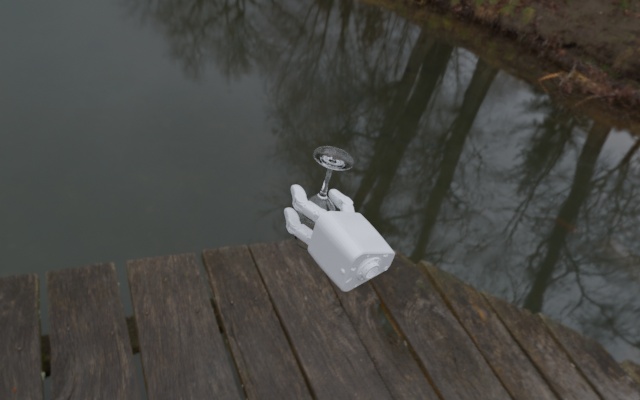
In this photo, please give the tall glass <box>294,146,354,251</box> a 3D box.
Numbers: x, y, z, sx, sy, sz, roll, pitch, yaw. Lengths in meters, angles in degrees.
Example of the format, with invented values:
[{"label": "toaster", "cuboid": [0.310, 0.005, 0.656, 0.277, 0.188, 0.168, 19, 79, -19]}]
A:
[{"label": "tall glass", "cuboid": [0.000, 0.002, 0.893, 0.079, 0.201, 0.079, 11, 36, -8]}]
